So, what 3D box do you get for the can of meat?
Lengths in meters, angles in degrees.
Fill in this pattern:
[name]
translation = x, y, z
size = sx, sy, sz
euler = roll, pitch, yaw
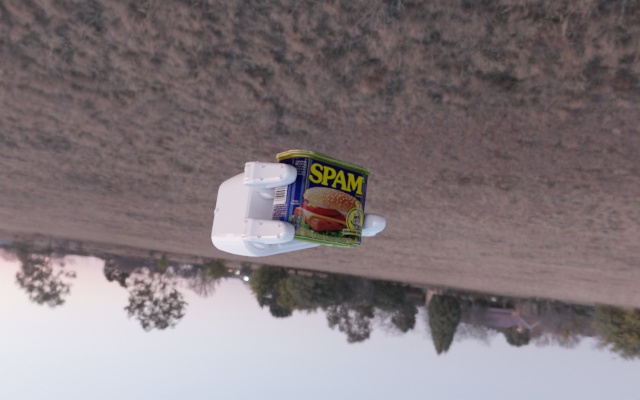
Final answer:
[can of meat]
translation = 0.000, 0.002, 0.495
size = 0.102, 0.084, 0.057
euler = 13, -11, -35
